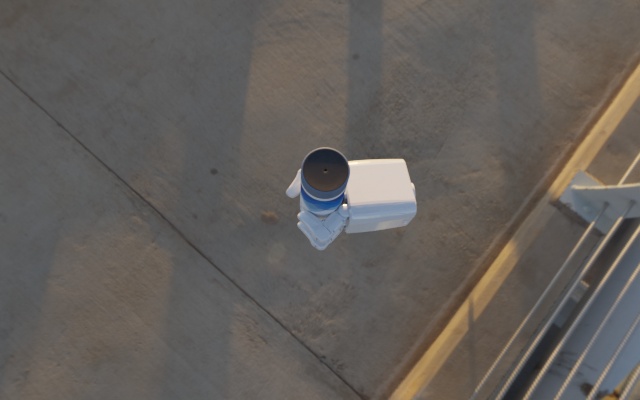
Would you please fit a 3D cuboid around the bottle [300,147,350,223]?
[{"bbox_3d":[0.000,0.002,0.779,0.069,0.069,0.296,0,-17,-3],"label":"bottle"}]
